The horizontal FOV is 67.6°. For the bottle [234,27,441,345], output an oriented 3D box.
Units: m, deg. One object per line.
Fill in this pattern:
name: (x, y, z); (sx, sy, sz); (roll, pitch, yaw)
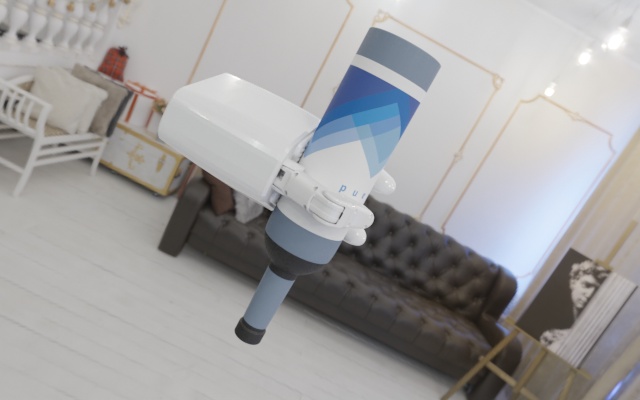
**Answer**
bottle: (0.000, 0.001, 0.419); (0.069, 0.296, 0.069); (27, 12, -6)
